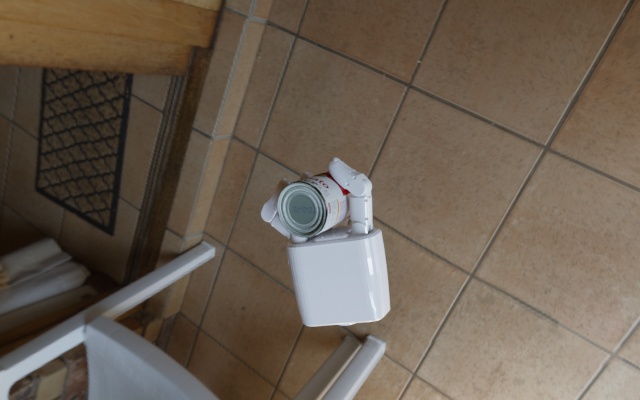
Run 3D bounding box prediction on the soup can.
[{"bbox_3d":[0.000,0.001,0.586,0.068,0.068,0.102,0,11,28],"label":"soup can"}]
